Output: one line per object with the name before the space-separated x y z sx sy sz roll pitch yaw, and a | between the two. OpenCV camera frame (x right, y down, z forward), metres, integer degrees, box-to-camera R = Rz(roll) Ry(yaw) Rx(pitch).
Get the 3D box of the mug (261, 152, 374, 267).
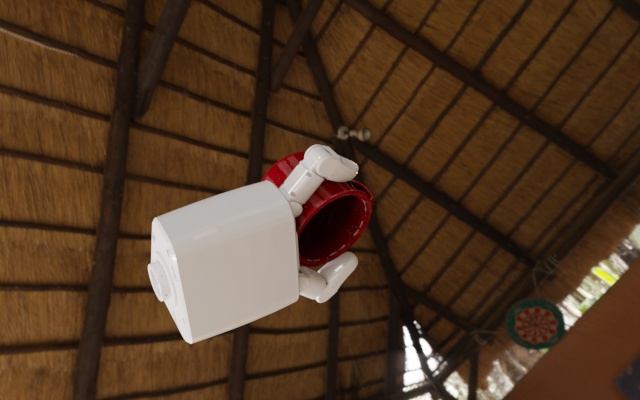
mug | 0.001 0.001 0.483 0.117 0.093 0.081 -19 48 -31
